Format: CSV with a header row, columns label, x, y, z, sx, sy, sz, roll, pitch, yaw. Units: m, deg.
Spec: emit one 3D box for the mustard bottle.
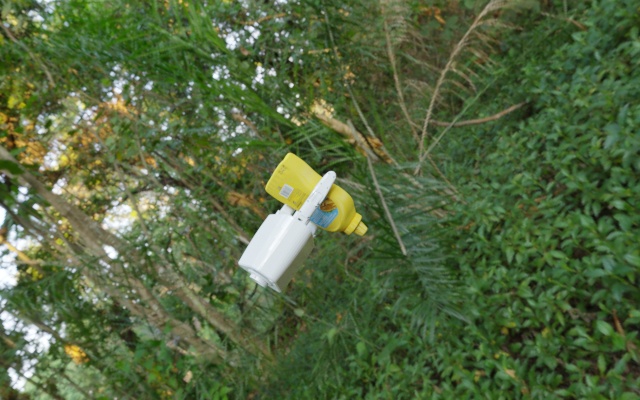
label,x,y,z,sx,sy,sz,roll,pitch,yaw
mustard bottle,0.000,0.002,0.846,0.191,0.058,0.096,35,-42,-2
